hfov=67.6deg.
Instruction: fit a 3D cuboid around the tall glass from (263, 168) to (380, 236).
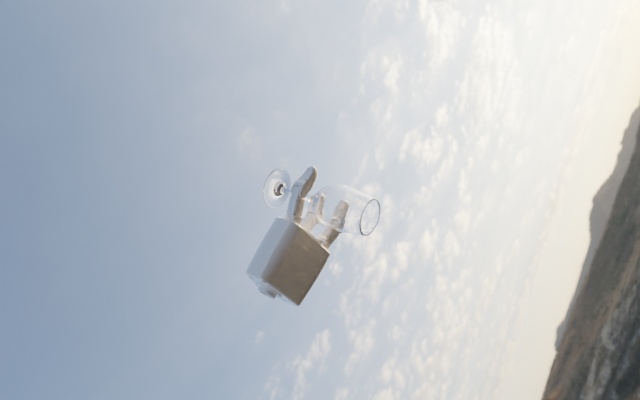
[{"bbox_3d":[0.000,0.002,0.813,0.201,0.079,0.079,17,9,33],"label":"tall glass"}]
